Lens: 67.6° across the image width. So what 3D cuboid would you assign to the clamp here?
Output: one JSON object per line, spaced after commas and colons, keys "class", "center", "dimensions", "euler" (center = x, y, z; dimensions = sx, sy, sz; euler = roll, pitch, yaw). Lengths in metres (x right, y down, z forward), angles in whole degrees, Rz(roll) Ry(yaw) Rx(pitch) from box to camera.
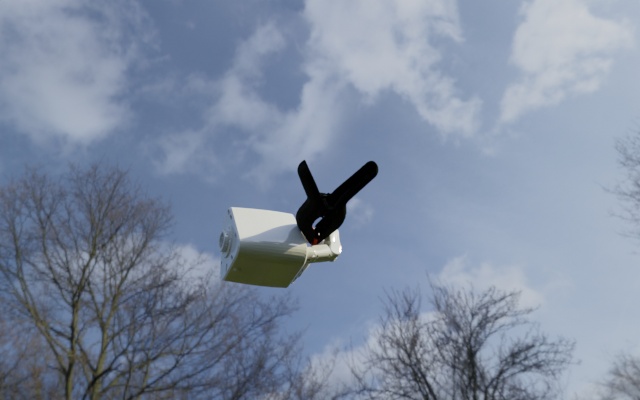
{"class": "clamp", "center": [0.000, 0.002, 0.705], "dimensions": [0.120, 0.171, 0.039], "euler": [10, 39, -24]}
